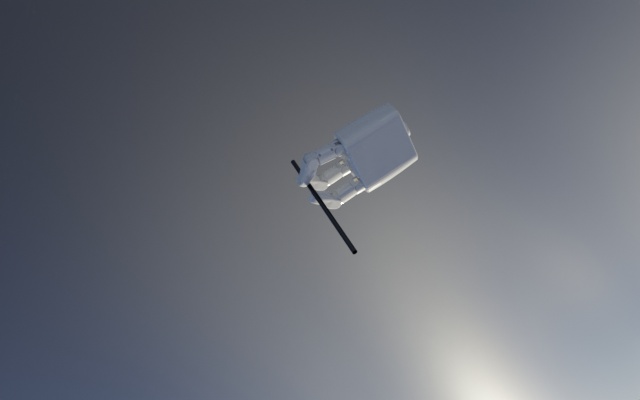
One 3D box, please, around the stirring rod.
[{"bbox_3d":[0.000,0.002,0.762,0.011,0.011,0.239,0,36,-30],"label":"stirring rod"}]
